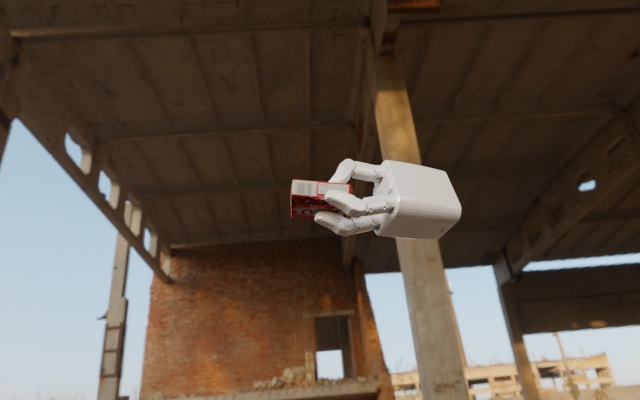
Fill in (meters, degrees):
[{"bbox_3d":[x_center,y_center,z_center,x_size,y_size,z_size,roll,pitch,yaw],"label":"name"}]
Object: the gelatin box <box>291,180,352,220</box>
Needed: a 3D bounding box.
[{"bbox_3d":[0.000,0.002,0.722,0.089,0.030,0.073,5,-30,0],"label":"gelatin box"}]
